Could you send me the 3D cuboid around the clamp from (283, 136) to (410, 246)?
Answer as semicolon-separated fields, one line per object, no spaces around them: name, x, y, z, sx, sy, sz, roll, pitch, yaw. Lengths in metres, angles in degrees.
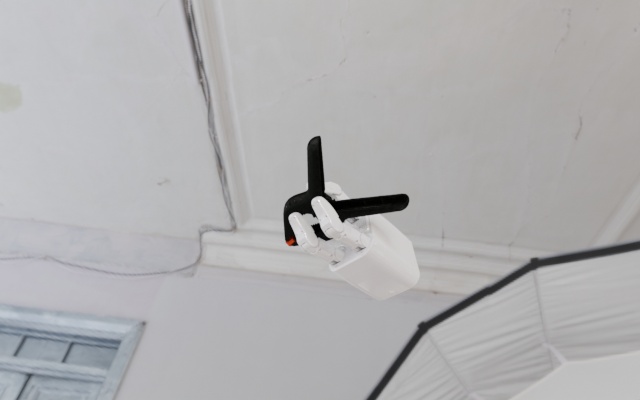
clamp;0.000;0.002;0.699;0.164;0.036;0.210;38;-48;-20
